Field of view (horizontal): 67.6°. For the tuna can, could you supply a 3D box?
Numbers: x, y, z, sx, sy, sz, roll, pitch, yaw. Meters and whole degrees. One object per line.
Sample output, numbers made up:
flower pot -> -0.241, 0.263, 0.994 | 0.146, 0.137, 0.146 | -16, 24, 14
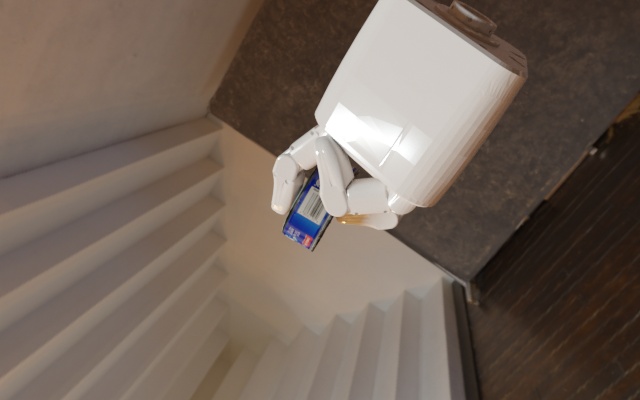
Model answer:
tuna can -> 0.000, 0.001, 0.432 | 0.034, 0.086, 0.086 | 30, 2, 3
